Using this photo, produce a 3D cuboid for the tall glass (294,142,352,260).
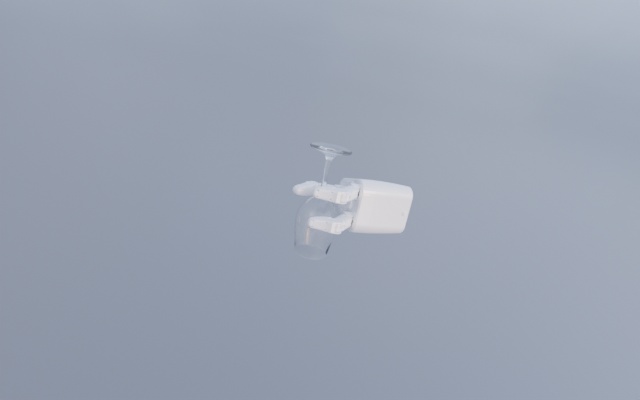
[{"bbox_3d":[0.000,0.002,0.854,0.079,0.201,0.079,11,18,-3],"label":"tall glass"}]
